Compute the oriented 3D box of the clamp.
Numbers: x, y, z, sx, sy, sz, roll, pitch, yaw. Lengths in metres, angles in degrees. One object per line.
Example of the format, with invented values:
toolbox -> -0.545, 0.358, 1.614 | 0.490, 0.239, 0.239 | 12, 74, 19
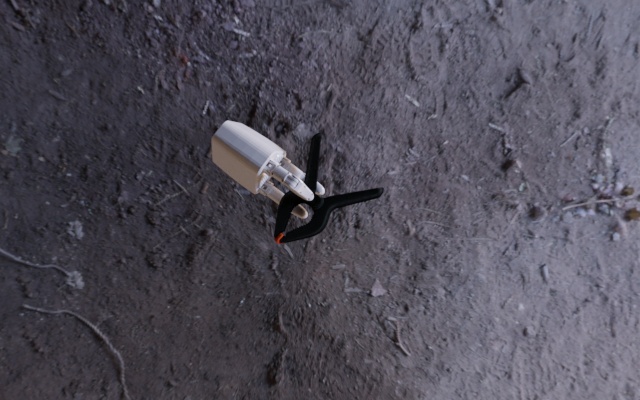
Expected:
clamp -> 0.000, 0.003, 0.857 | 0.164, 0.210, 0.036 | 35, -7, 7
